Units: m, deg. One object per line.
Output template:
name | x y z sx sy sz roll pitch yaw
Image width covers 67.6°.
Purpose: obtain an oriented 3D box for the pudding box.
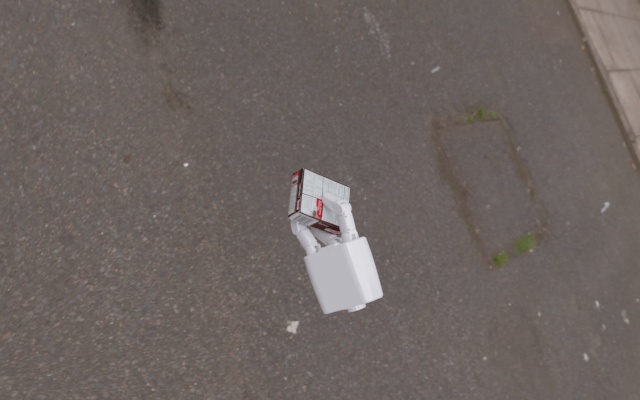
pudding box | 0.000 0.003 0.860 0.113 0.090 0.039 22 -31 -32
